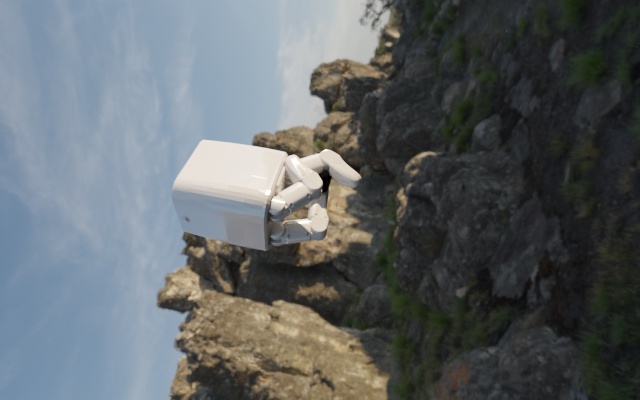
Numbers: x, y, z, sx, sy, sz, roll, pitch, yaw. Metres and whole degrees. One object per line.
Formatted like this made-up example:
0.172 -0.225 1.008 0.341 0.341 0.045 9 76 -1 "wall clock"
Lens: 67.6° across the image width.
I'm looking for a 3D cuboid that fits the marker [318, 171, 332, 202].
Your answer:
0.000 0.002 0.621 0.020 0.020 0.121 0 -34 -5 "marker"
